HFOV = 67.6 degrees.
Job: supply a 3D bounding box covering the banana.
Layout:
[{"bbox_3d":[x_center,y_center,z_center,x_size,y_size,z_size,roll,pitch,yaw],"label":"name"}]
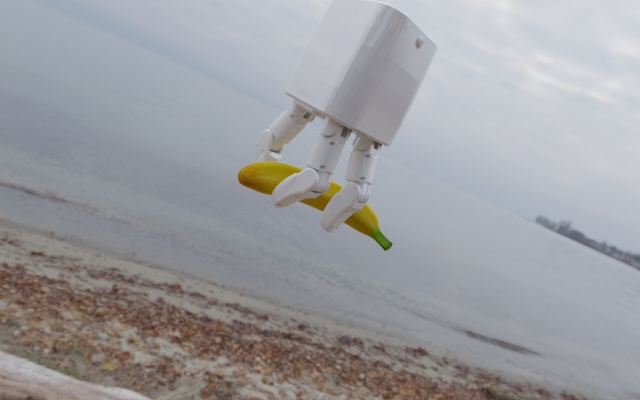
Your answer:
[{"bbox_3d":[-0.003,-0.005,0.512,0.198,0.037,0.069,24,14,-29],"label":"banana"}]
